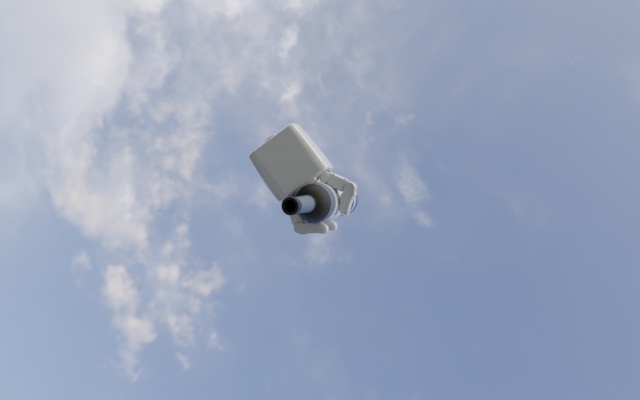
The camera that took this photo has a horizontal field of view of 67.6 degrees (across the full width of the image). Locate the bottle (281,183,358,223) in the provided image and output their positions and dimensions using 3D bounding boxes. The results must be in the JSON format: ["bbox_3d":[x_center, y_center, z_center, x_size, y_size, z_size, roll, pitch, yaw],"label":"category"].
[{"bbox_3d":[0.000,0.003,0.841,0.069,0.069,0.295,0,2,18],"label":"bottle"}]
